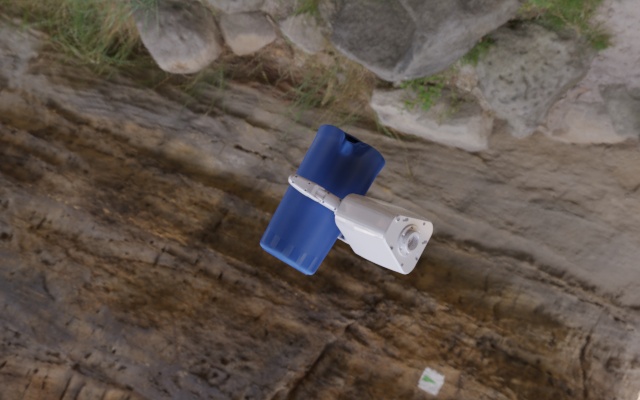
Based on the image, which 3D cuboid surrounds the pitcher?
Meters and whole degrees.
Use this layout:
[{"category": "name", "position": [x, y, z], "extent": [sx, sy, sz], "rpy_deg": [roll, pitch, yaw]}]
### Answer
[{"category": "pitcher", "position": [0.000, 0.003, 0.840], "extent": [0.145, 0.243, 0.149], "rpy_deg": [22, -12, 48]}]
